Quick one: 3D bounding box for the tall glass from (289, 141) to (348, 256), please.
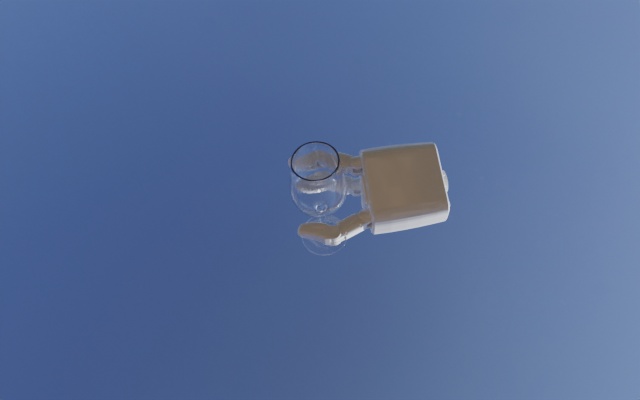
[{"bbox_3d":[0.000,0.003,0.675,0.079,0.079,0.201,0,-31,5],"label":"tall glass"}]
